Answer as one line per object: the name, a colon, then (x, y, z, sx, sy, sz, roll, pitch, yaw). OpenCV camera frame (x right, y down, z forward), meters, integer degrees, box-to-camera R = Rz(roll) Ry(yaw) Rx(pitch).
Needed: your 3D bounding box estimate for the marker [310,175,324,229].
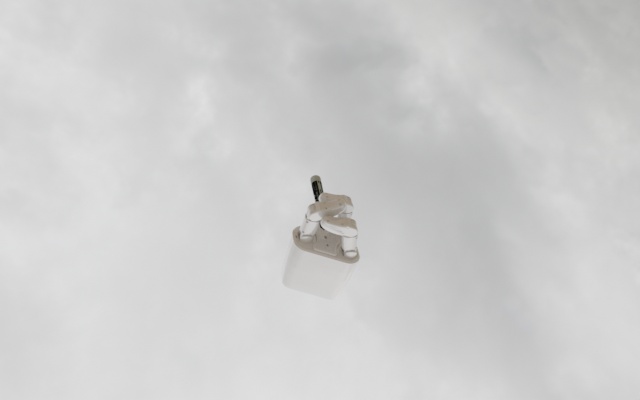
marker: (0.000, 0.003, 0.786, 0.020, 0.020, 0.121, 0, 42, -12)
